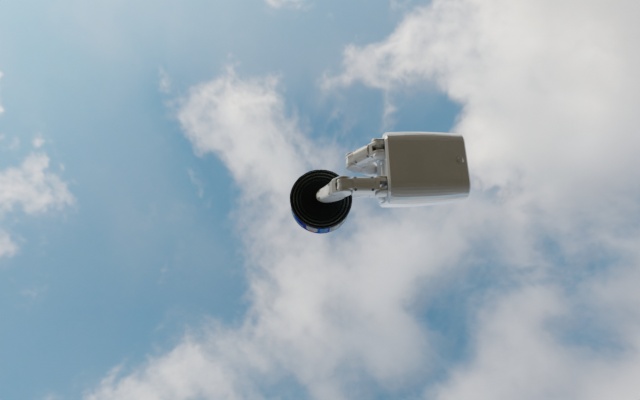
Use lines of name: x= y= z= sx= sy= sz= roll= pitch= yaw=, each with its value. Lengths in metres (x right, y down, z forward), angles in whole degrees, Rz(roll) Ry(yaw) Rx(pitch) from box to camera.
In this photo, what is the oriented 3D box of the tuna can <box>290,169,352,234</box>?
tuna can: x=0.000 y=0.002 z=0.667 sx=0.086 sy=0.086 sz=0.034 roll=0 pitch=-18 yaw=-3
